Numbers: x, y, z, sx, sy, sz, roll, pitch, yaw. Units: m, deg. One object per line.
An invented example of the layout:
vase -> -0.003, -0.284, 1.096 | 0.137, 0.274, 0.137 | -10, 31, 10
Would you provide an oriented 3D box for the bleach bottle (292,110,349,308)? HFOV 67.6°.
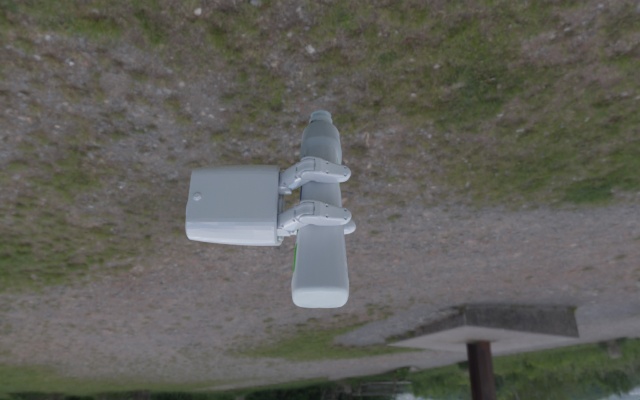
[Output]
bleach bottle -> 0.000, 0.002, 0.609 | 0.068, 0.250, 0.103 | 1, -24, -1
